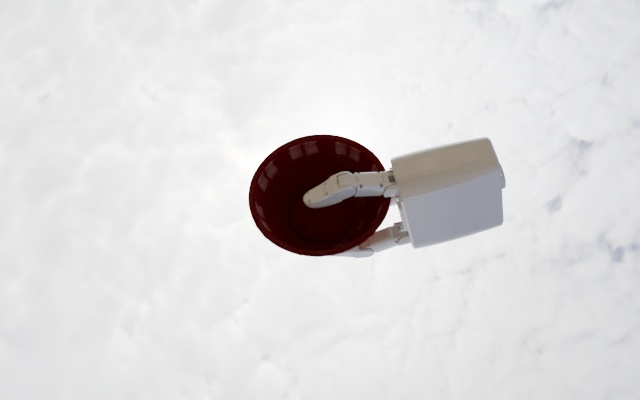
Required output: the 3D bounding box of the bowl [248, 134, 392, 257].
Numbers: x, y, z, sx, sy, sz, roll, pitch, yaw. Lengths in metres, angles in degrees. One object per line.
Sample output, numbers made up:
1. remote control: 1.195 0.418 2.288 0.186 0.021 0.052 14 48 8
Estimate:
1. bowl: -0.001 0.002 0.558 0.162 0.162 0.055 0 -31 4
